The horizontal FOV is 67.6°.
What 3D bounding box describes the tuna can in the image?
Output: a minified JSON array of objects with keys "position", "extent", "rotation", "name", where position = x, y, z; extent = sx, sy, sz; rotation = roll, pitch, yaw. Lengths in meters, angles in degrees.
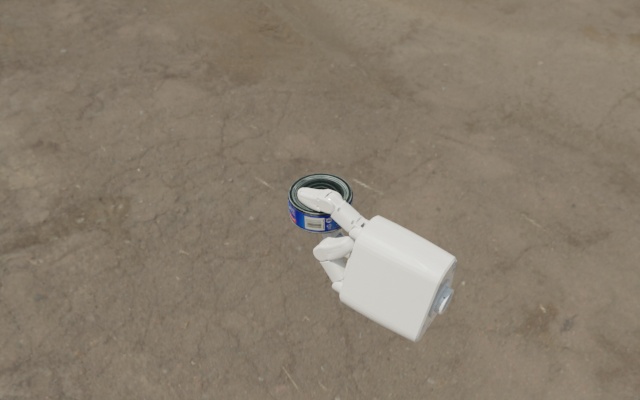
[{"position":[0.000,0.002,0.625],"extent":[0.086,0.034,0.086],"rotation":[-1,41,1],"name":"tuna can"}]
